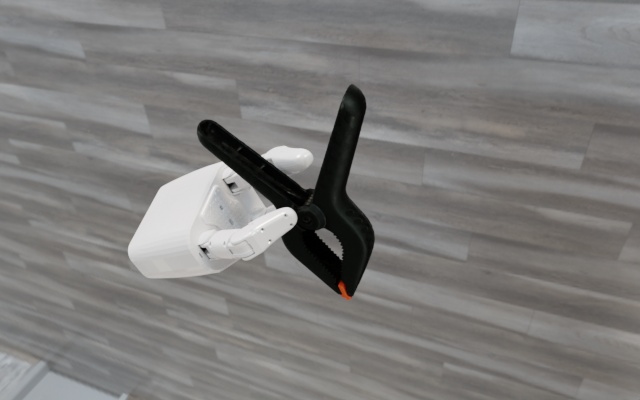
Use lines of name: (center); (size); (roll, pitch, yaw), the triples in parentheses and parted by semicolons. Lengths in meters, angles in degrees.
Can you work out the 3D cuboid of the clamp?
clamp: (0.000, 0.002, 0.421); (0.164, 0.210, 0.036); (-12, 28, 37)
